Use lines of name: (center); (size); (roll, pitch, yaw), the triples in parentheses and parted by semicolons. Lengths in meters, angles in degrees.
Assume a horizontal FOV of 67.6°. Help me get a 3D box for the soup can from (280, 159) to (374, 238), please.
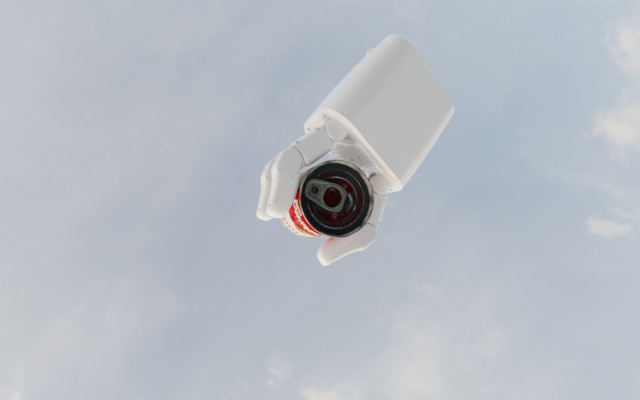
soup can: (0.000, 0.002, 0.458); (0.068, 0.068, 0.102); (0, -4, -17)
